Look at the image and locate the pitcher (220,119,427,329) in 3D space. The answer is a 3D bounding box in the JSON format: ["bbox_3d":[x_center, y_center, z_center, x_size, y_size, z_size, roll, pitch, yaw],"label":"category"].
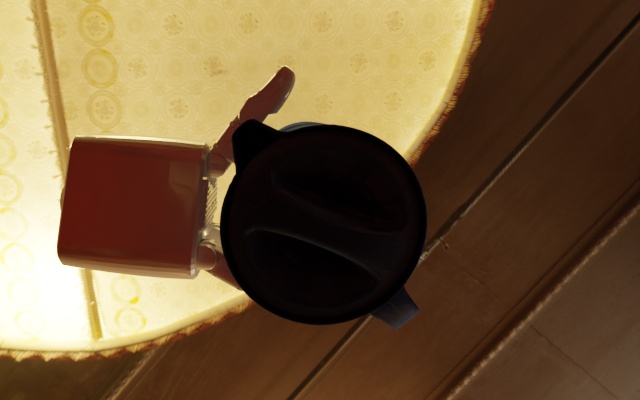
[{"bbox_3d":[0.000,0.001,0.416,0.145,0.149,0.242,3,13,-5],"label":"pitcher"}]
